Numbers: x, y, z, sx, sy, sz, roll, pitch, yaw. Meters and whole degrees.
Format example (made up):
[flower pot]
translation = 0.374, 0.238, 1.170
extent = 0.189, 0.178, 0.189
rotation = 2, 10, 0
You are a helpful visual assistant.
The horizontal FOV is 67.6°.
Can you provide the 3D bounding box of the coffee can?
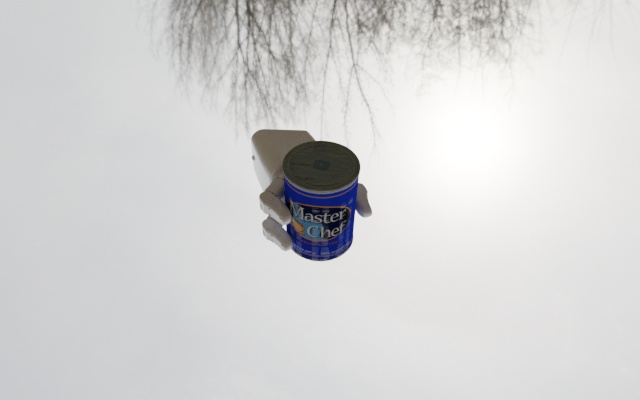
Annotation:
[coffee can]
translation = 0.000, 0.002, 0.672
extent = 0.103, 0.140, 0.102
rotation = 1, 44, -1
